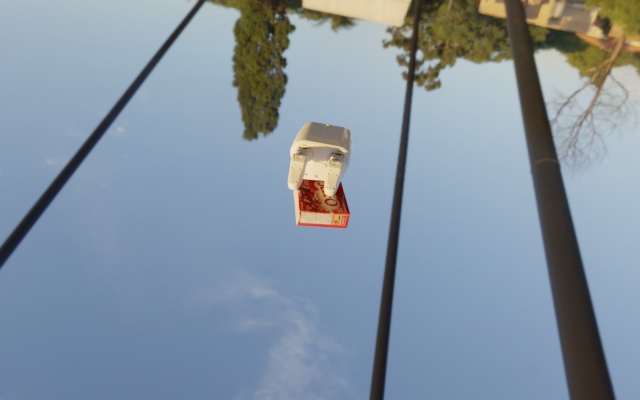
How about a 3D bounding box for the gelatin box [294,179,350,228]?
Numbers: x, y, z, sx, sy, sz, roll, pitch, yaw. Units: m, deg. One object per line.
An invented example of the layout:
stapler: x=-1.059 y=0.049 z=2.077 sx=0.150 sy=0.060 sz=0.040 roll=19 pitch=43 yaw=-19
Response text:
gelatin box: x=0.000 y=0.003 z=0.702 sx=0.073 sy=0.030 sz=0.089 roll=5 pitch=34 yaw=-10
